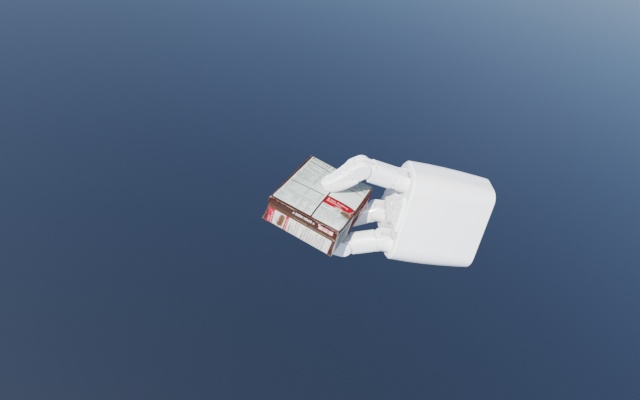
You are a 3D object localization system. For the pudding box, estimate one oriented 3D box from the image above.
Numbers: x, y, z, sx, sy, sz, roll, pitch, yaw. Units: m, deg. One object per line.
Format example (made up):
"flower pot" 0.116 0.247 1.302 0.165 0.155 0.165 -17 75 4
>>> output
"pudding box" 0.000 0.002 0.558 0.090 0.039 0.113 28 36 10
